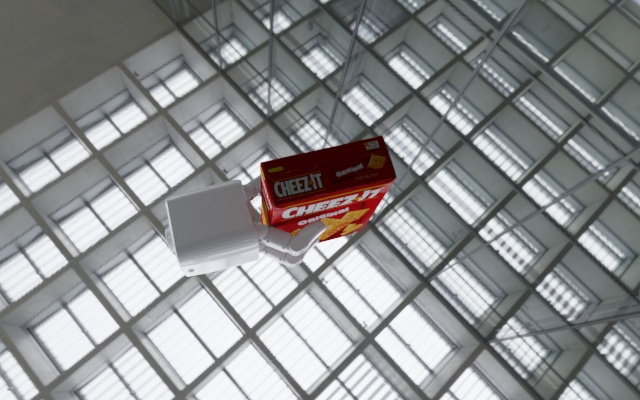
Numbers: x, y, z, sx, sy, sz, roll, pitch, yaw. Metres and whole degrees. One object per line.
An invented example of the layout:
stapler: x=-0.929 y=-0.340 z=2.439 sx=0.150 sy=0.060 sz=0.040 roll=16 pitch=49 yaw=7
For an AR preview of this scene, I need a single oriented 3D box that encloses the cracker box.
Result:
cracker box: x=0.000 y=0.002 z=0.683 sx=0.164 sy=0.072 sz=0.214 roll=-14 pitch=-18 yaw=-12
